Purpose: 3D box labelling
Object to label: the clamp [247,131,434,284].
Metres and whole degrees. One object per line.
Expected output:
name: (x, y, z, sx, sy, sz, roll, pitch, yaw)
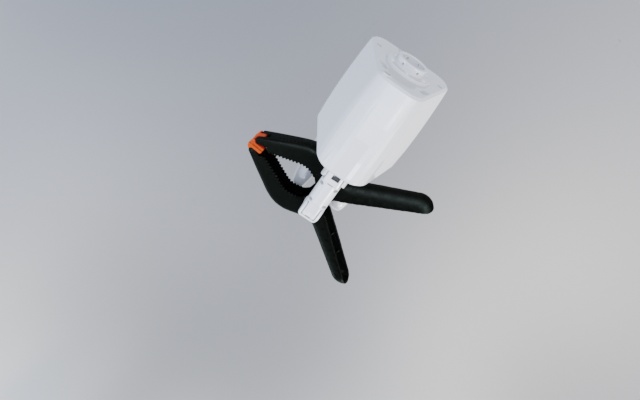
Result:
clamp: (0.000, 0.002, 0.556, 0.210, 0.165, 0.036, 34, 32, -4)
